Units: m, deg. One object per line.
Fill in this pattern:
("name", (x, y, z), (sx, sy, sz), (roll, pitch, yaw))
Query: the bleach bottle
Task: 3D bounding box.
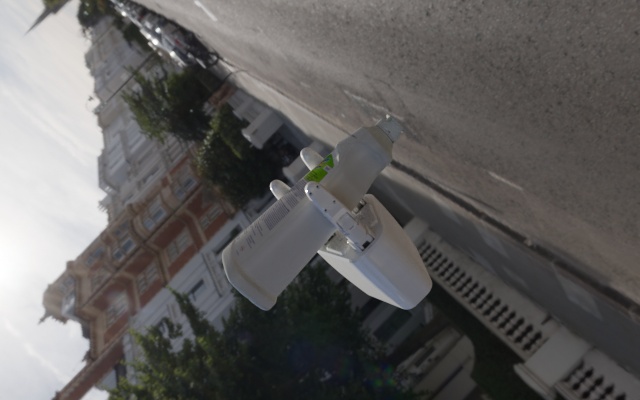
("bleach bottle", (0.000, 0.002, 0.540), (0.068, 0.251, 0.102), (45, 0, -23))
